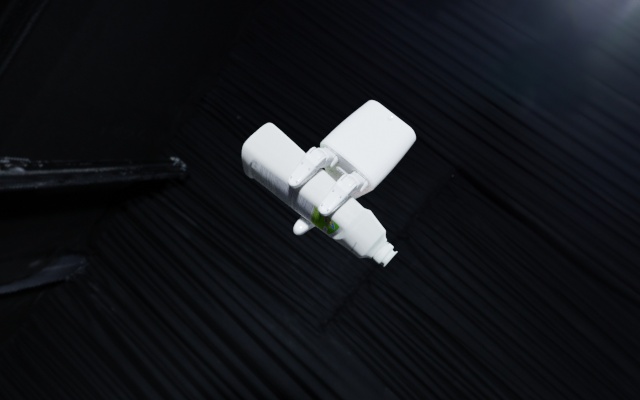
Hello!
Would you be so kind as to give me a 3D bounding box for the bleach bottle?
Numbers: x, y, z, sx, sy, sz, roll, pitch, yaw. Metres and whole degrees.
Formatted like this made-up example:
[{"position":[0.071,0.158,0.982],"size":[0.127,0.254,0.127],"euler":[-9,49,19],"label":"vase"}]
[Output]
[{"position":[0.000,0.002,0.671],"size":[0.251,0.068,0.103],"euler":[41,-19,11],"label":"bleach bottle"}]
